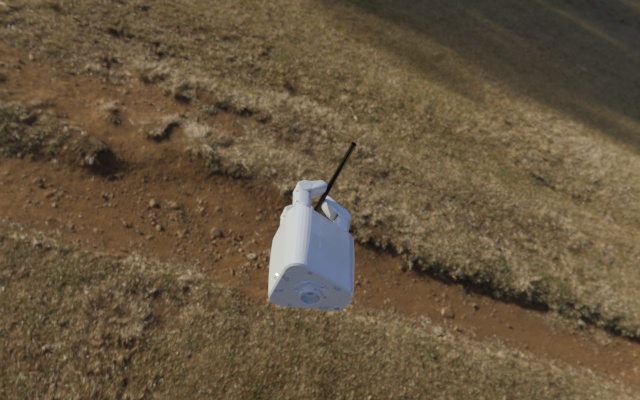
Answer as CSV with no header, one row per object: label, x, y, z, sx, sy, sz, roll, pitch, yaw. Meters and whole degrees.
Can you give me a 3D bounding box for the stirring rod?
stirring rod,0.000,0.003,0.753,0.011,0.011,0.240,0,-44,-33
